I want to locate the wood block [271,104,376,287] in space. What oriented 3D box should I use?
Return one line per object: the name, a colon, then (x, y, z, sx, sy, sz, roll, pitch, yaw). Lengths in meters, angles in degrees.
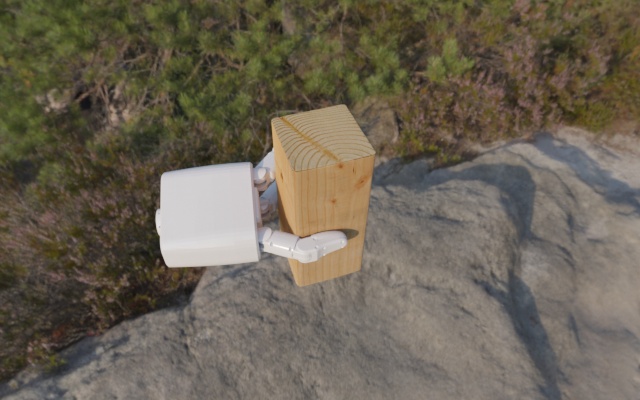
wood block: (0.000, 0.002, 0.575, 0.090, 0.090, 0.206, -14, -41, -13)
